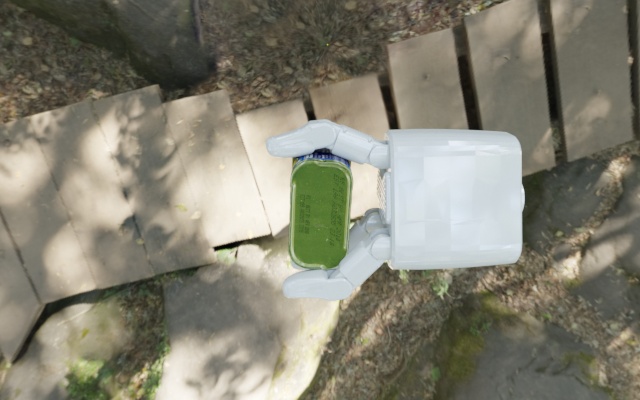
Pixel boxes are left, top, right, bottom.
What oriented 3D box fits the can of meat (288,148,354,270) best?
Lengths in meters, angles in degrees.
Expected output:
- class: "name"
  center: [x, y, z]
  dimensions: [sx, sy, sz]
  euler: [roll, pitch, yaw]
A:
- class: "can of meat"
  center: [0.000, 0.001, 0.431]
  dimensions: [0.057, 0.102, 0.084]
  euler: [2, 18, -1]
